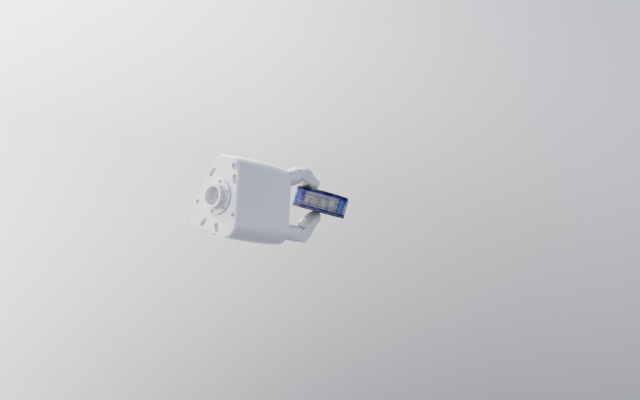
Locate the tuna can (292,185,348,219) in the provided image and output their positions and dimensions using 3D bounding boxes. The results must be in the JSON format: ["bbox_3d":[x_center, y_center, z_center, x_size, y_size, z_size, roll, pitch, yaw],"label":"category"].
[{"bbox_3d":[0.000,0.002,0.759,0.086,0.034,0.086,15,-2,0],"label":"tuna can"}]
